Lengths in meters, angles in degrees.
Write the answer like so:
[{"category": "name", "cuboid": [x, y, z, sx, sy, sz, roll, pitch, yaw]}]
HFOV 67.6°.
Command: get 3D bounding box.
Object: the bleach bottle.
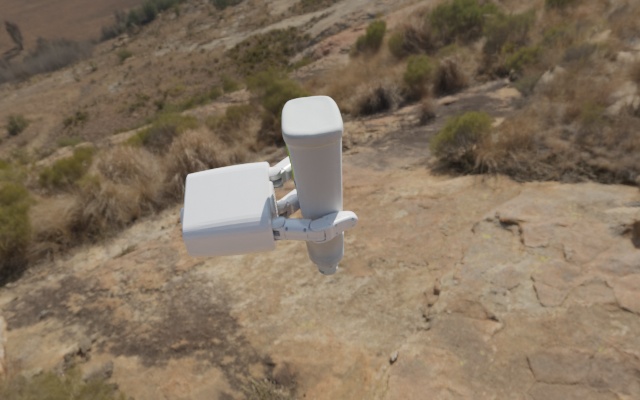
[{"category": "bleach bottle", "cuboid": [0.000, 0.002, 0.609, 0.068, 0.251, 0.102, -7, 36, -1]}]
